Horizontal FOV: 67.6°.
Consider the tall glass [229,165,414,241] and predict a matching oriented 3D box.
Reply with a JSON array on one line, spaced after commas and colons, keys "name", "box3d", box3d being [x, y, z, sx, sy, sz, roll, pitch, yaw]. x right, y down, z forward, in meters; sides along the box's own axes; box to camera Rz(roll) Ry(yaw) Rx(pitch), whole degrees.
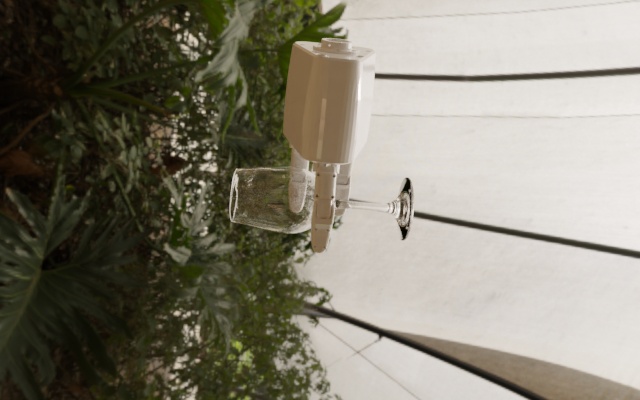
[{"name": "tall glass", "box3d": [0.001, 0.002, 0.550, 0.201, 0.079, 0.079, 4, 0, -4]}]
